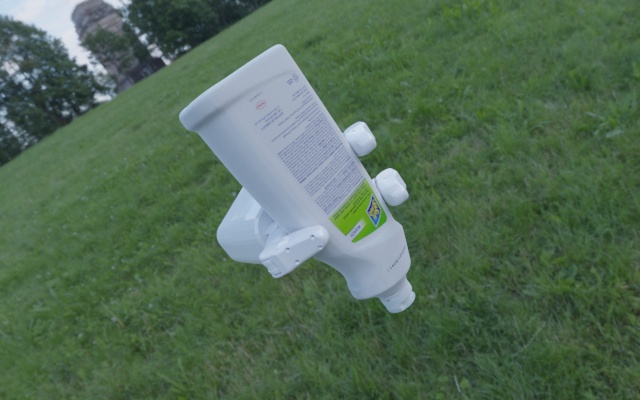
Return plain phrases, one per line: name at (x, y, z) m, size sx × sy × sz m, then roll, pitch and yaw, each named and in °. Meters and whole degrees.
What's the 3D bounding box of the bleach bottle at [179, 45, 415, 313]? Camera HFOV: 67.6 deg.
bleach bottle at (0.000, 0.001, 0.408) m, size 0.102 × 0.251 × 0.068 m, roll -45°, pitch 17°, yaw -31°
